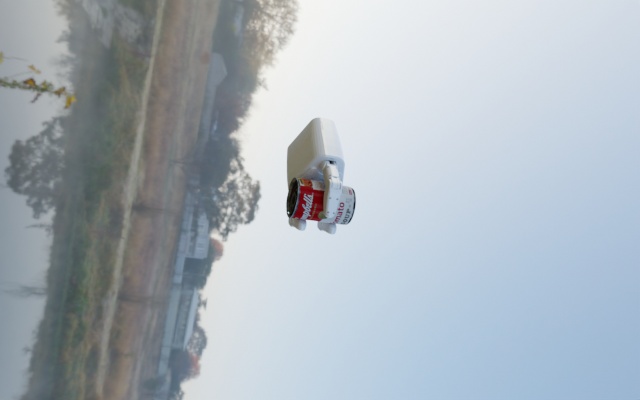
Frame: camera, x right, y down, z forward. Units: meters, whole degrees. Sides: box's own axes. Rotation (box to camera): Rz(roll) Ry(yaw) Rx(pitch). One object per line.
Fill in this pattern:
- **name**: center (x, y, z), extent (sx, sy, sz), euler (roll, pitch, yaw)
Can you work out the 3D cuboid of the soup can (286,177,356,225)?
- **soup can**: center (0.000, 0.003, 0.801), extent (0.102, 0.068, 0.068), euler (9, -3, -18)
